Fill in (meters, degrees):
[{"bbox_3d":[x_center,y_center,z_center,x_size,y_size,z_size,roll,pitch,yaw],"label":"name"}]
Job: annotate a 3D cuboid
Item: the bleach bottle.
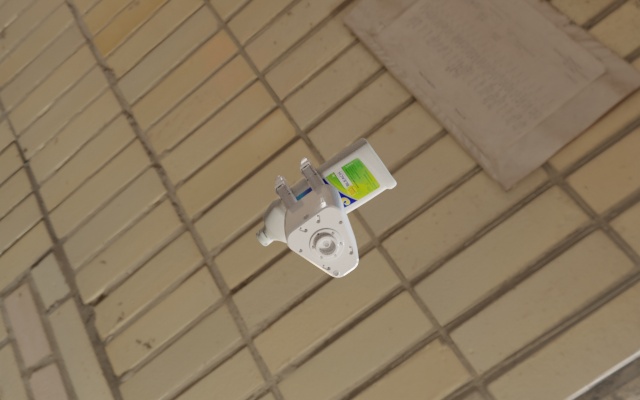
[{"bbox_3d":[0.000,0.003,0.828,0.251,0.102,0.068,-36,14,8],"label":"bleach bottle"}]
